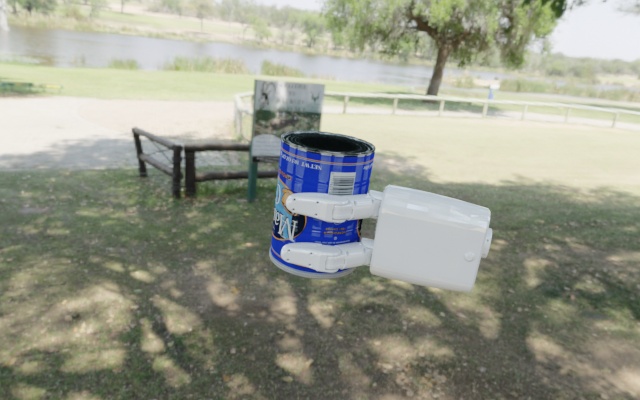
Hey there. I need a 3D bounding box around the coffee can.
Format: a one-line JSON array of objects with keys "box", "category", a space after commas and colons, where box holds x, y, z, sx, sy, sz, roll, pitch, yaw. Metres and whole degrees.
[{"box": [0.000, 0.002, 0.534, 0.103, 0.140, 0.102, 7, 19, -2], "category": "coffee can"}]
